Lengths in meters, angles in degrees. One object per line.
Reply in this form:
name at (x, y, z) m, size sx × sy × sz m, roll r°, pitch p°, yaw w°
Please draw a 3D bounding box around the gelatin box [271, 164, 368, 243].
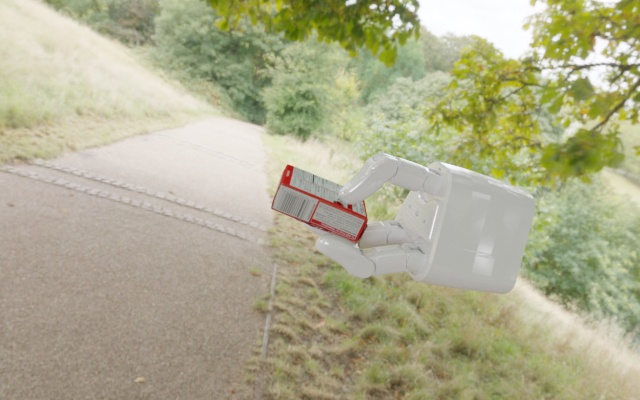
gelatin box at (0.000, 0.001, 0.465) m, size 0.089 × 0.030 × 0.073 m, roll 22°, pitch 18°, yaw -7°
